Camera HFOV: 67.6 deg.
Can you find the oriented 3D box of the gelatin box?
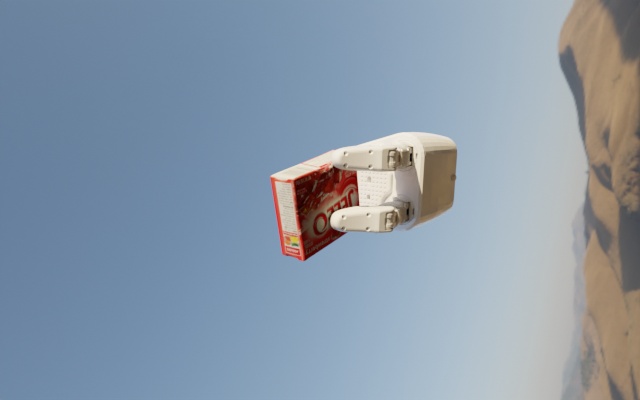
[{"bbox_3d":[-0.001,0.001,0.424,0.030,0.073,0.089,10,26,39],"label":"gelatin box"}]
